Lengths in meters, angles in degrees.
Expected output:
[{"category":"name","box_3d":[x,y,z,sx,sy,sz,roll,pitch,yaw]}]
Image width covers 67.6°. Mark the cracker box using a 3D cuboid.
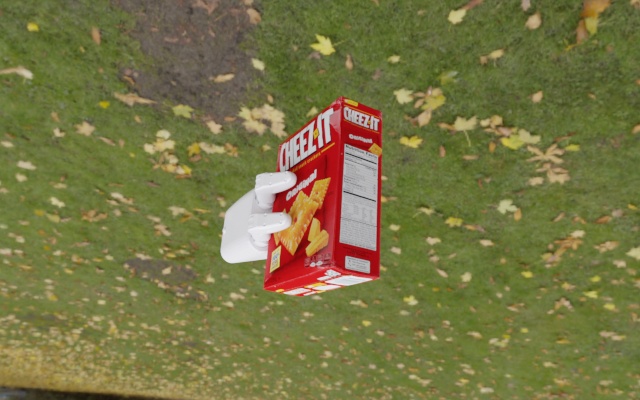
[{"category":"cracker box","box_3d":[0.000,0.002,0.602,0.072,0.213,0.164,16,-24,-29]}]
